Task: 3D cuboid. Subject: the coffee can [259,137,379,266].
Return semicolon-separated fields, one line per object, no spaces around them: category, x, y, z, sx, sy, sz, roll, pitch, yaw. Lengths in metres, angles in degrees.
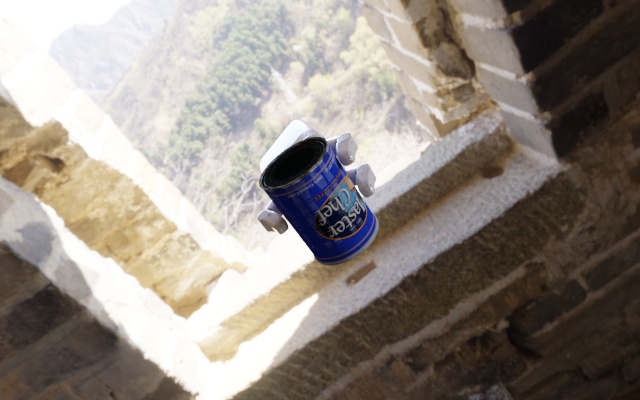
coffee can;0.000;0.002;0.632;0.103;0.140;0.102;-26;30;16
